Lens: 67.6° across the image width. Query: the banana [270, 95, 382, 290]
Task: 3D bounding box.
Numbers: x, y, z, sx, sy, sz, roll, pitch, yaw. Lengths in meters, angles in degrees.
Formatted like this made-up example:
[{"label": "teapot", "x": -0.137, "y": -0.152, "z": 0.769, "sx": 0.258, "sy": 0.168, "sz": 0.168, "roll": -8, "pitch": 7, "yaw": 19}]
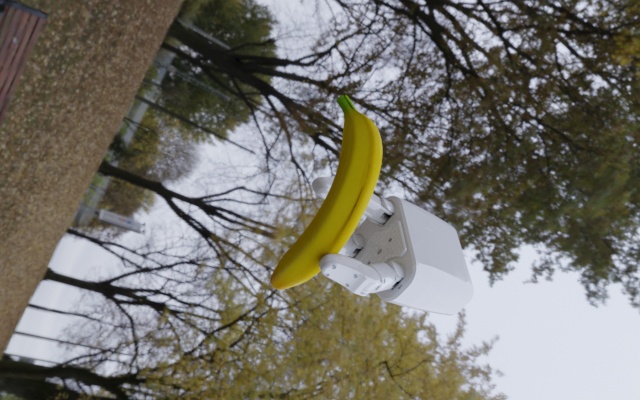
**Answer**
[{"label": "banana", "x": 0.011, "y": 0.004, "z": 0.441, "sx": 0.037, "sy": 0.198, "sz": 0.069, "roll": 19, "pitch": 5, "yaw": -37}]
